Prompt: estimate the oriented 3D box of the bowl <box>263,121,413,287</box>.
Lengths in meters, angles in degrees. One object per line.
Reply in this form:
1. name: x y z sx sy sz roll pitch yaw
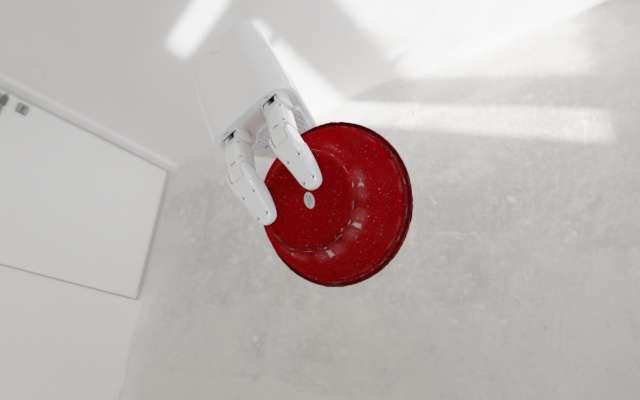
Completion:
1. bowl: 0.001 0.002 0.442 0.162 0.162 0.055 0 -4 28
